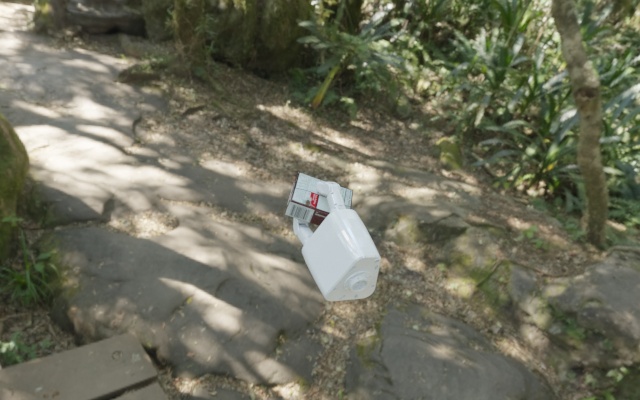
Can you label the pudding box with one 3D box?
[{"bbox_3d":[0.000,0.003,0.859,0.113,0.039,0.090,20,37,-6],"label":"pudding box"}]
